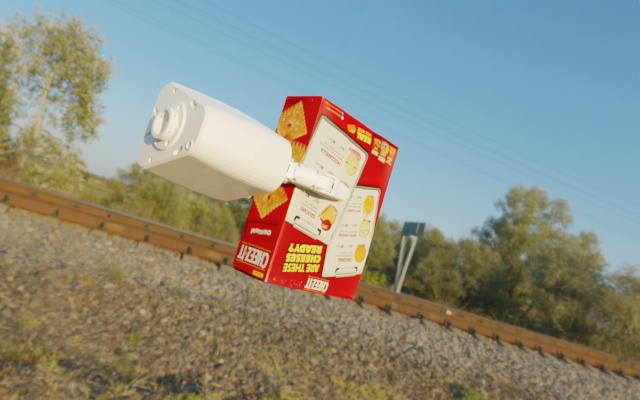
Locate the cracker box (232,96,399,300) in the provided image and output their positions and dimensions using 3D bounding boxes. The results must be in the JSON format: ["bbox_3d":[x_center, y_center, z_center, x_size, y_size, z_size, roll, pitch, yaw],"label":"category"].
[{"bbox_3d":[0.000,0.002,0.591,0.072,0.213,0.164,13,-7,43],"label":"cracker box"}]
